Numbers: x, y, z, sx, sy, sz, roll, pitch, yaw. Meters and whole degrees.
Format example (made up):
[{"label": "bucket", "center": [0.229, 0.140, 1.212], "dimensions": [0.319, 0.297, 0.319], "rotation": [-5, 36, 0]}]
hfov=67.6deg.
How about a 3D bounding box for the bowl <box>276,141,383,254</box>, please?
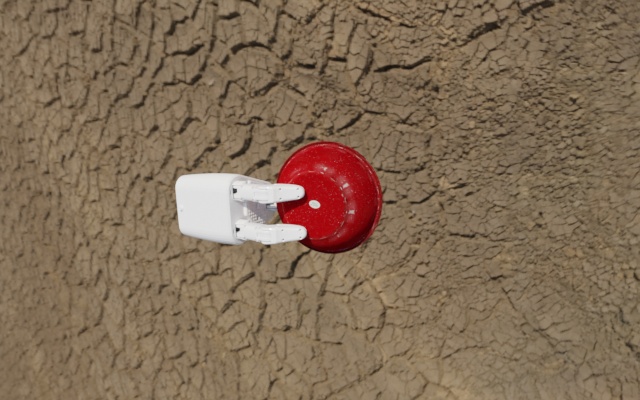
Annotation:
[{"label": "bowl", "center": [0.001, 0.002, 0.649], "dimensions": [0.162, 0.162, 0.055], "rotation": [0, 11, 21]}]
